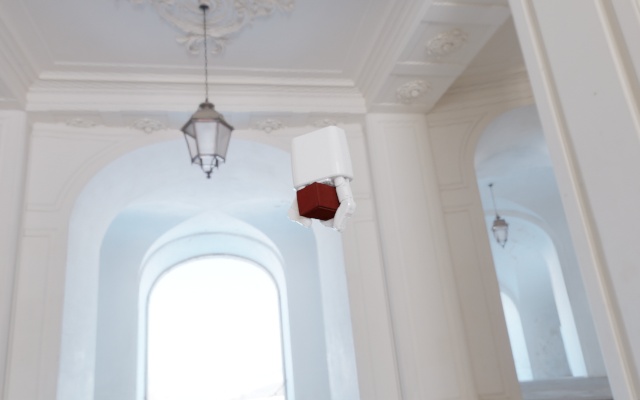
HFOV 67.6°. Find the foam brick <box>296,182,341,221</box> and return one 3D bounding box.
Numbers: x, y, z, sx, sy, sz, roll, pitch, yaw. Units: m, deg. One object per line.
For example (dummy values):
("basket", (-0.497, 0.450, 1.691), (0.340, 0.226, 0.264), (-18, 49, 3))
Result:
("foam brick", (0.000, 0.003, 0.899), (0.053, 0.051, 0.078), (-25, -25, 36))
